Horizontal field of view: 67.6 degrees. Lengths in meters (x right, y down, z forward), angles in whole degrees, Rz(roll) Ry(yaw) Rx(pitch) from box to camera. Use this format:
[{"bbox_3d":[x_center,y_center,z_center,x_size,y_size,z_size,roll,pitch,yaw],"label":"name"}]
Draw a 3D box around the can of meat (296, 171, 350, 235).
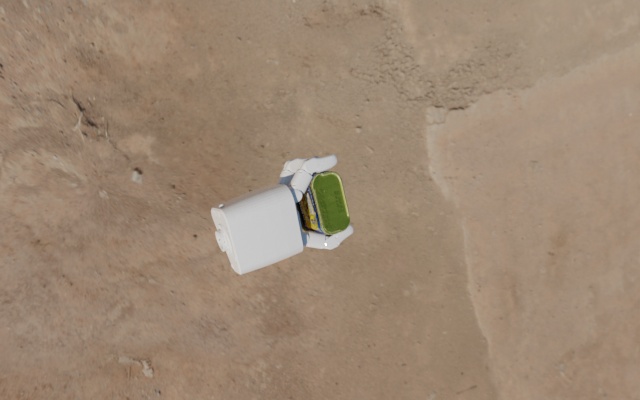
[{"bbox_3d":[0.000,0.003,0.760,0.057,0.102,0.084,-18,9,-23],"label":"can of meat"}]
